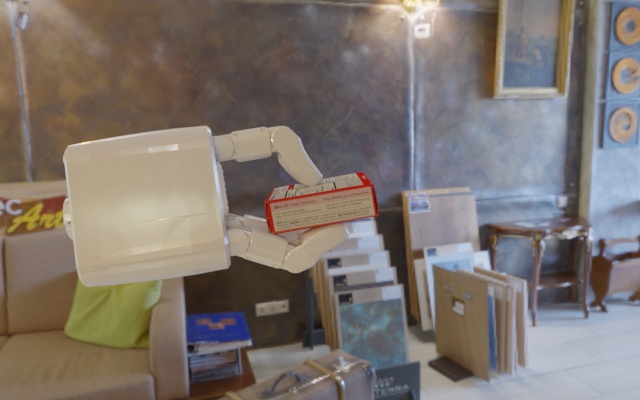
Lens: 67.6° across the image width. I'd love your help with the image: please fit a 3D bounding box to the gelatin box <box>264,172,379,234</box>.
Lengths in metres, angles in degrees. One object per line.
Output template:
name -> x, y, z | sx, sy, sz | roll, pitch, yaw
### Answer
gelatin box -> 0.000, 0.001, 0.407 | 0.089, 0.030, 0.073 | -11, 10, 1
